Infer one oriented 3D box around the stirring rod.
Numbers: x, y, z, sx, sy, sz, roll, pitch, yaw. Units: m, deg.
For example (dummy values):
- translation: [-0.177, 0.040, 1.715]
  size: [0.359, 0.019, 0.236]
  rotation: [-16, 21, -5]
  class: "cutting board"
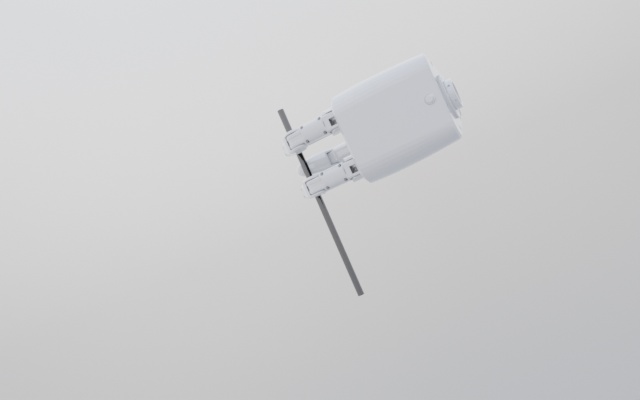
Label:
- translation: [0.000, 0.002, 0.569]
  size: [0.011, 0.239, 0.011]
  rotation: [-24, -1, -1]
  class: "stirring rod"
